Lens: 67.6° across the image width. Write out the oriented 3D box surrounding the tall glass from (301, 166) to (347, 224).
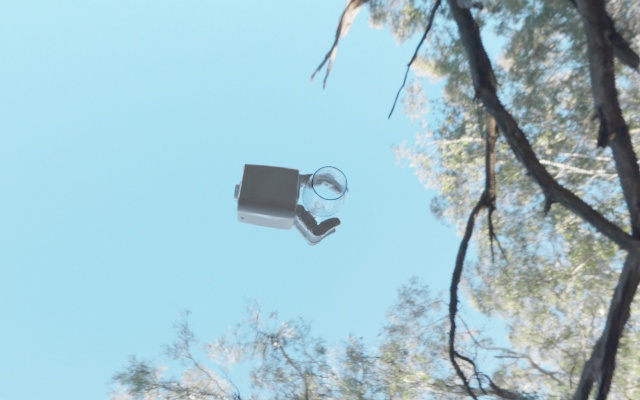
[{"bbox_3d":[0.000,0.003,0.892,0.079,0.079,0.201,0,-19,-10],"label":"tall glass"}]
